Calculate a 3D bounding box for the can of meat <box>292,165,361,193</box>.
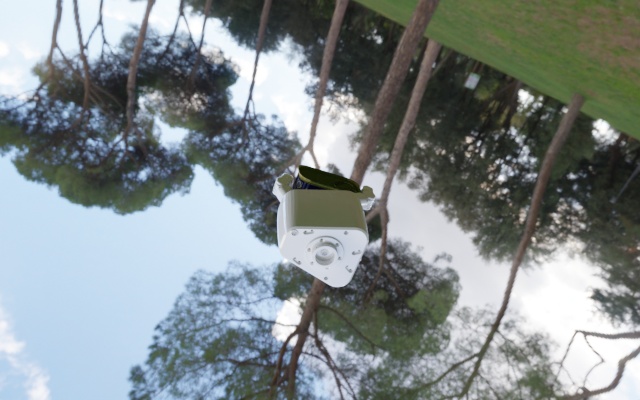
[{"bbox_3d":[0.000,0.003,0.745,0.102,0.084,0.057,16,23,-14],"label":"can of meat"}]
